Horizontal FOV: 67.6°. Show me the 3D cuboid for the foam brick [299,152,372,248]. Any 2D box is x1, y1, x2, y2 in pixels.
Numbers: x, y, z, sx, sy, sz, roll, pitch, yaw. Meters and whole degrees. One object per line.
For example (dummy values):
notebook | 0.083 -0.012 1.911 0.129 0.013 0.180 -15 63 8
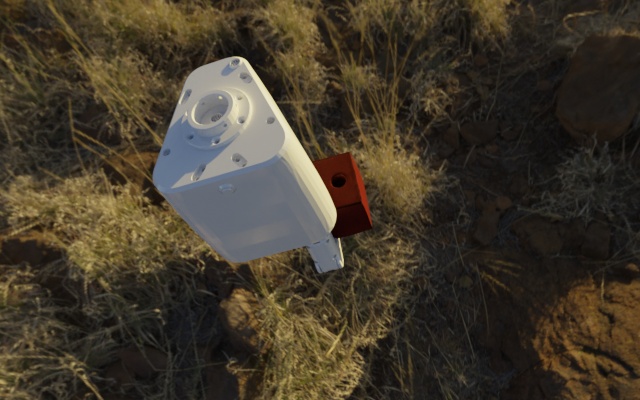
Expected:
foam brick | 0.000 0.001 0.414 0.078 0.053 0.051 -16 -33 8
